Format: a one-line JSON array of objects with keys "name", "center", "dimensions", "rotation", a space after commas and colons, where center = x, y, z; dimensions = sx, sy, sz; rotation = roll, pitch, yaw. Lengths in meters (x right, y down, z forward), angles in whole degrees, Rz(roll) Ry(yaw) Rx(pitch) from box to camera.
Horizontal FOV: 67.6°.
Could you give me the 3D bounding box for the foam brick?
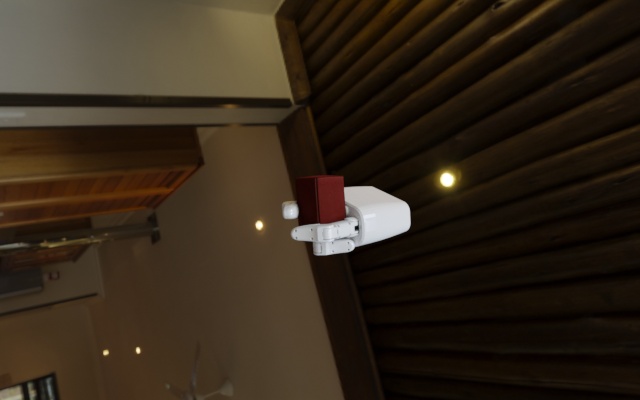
[{"name": "foam brick", "center": [0.000, 0.002, 0.695], "dimensions": [0.051, 0.078, 0.053], "rotation": [-9, 9, -37]}]
